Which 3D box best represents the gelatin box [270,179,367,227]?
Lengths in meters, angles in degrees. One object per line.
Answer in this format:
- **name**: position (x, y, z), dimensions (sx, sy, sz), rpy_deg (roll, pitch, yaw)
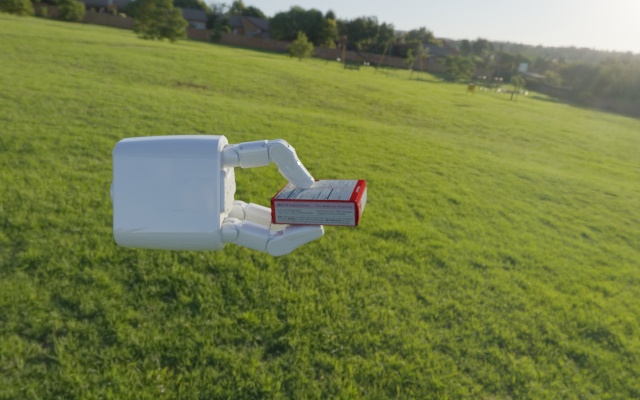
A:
- **gelatin box**: position (0.000, 0.001, 0.498), dimensions (0.089, 0.030, 0.073), rpy_deg (0, 18, 12)
